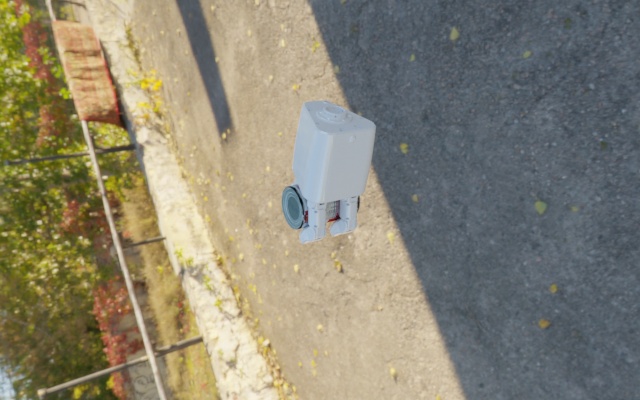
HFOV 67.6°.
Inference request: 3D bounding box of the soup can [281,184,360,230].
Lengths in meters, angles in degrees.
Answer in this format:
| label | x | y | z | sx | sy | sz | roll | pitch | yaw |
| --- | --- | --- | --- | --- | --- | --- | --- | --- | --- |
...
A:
| label | x | y | z | sx | sy | sz | roll | pitch | yaw |
| --- | --- | --- | --- | --- | --- | --- | --- | --- | --- |
| soup can | 0.000 | 0.003 | 0.731 | 0.102 | 0.068 | 0.068 | -12 | 6 | -30 |
